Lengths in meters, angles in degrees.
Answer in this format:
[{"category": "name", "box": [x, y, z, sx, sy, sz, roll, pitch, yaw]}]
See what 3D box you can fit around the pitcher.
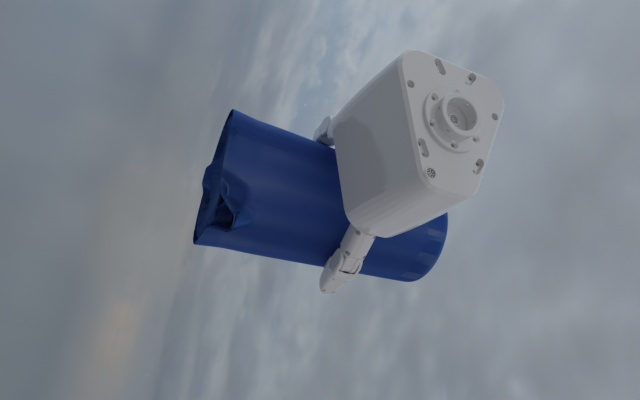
[{"category": "pitcher", "box": [0.000, 0.002, 0.497, 0.243, 0.149, 0.145, 16, -24, -18]}]
